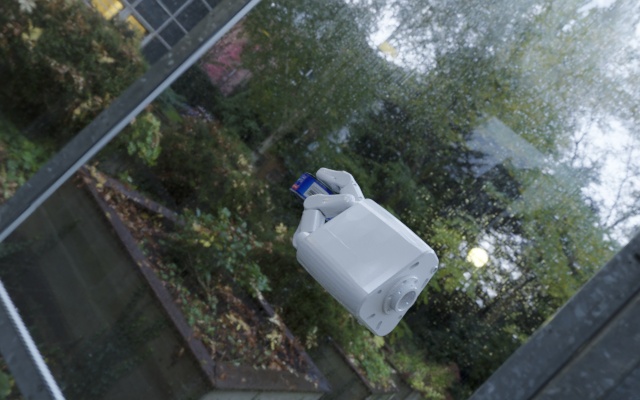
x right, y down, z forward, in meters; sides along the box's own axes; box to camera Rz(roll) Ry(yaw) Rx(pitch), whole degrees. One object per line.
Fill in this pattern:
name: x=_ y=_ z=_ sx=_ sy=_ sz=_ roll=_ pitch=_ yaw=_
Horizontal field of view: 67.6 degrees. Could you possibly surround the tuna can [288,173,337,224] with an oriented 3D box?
tuna can: x=0.000 y=0.002 z=0.635 sx=0.086 sy=0.034 sz=0.086 roll=41 pitch=-6 yaw=5
